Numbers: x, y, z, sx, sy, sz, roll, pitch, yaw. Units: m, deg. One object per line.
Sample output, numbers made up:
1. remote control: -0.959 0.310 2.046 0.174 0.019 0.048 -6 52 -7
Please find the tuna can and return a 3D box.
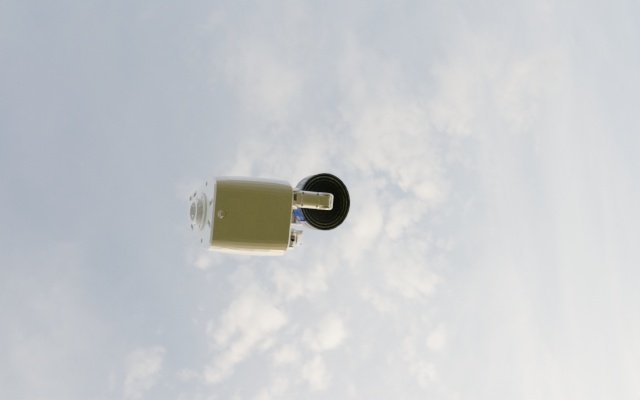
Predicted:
1. tuna can: 0.000 0.002 0.719 0.086 0.086 0.034 0 -2 -29
